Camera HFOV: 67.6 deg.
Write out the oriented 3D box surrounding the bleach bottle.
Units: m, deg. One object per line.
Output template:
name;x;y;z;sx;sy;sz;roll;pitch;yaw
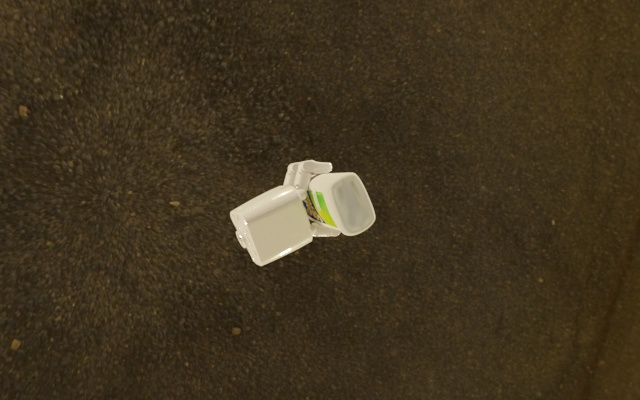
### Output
bleach bottle;0.000;0.003;0.873;0.068;0.102;0.251;-27;11;-21
